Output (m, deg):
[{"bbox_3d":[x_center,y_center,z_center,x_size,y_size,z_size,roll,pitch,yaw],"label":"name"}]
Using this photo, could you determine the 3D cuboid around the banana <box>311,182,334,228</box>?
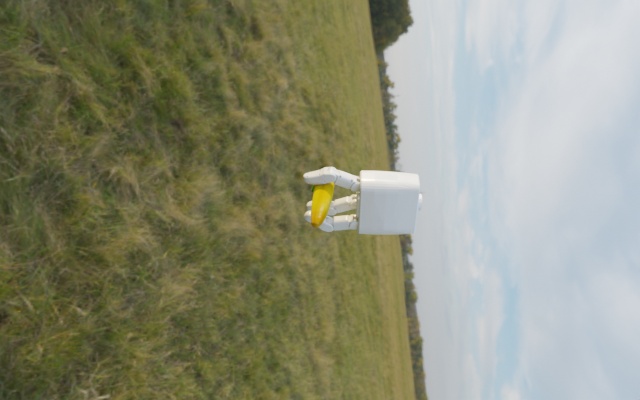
[{"bbox_3d":[0.004,-0.015,0.889,0.037,0.070,0.197,12,19,-3],"label":"banana"}]
